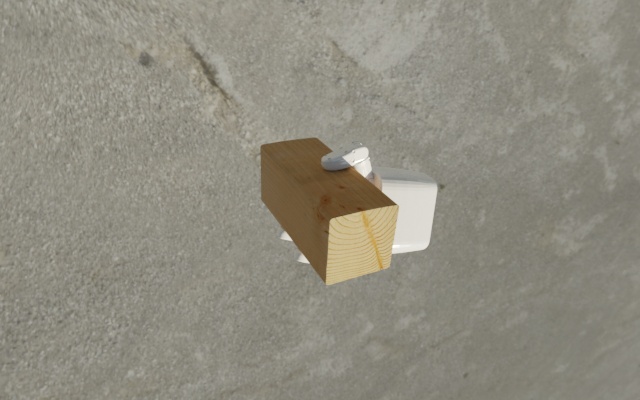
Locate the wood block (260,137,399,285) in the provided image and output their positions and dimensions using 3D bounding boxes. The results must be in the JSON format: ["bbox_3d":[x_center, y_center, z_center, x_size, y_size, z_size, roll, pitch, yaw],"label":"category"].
[{"bbox_3d":[0.001,0.002,0.609,0.090,0.091,0.206,-11,32,-25],"label":"wood block"}]
